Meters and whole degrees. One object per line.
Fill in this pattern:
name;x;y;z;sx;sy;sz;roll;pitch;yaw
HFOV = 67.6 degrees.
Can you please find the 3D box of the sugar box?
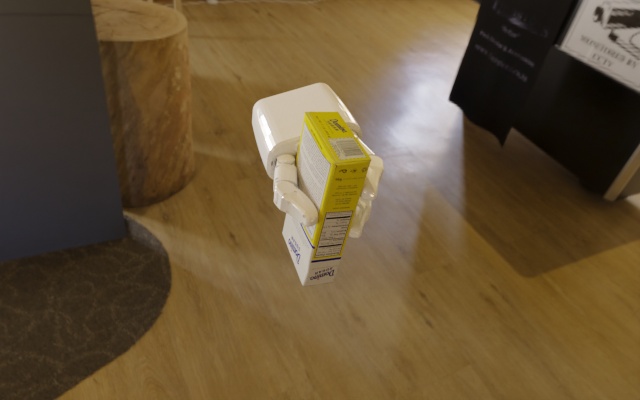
sugar box;0.001;0.001;0.526;0.048;0.176;0.093;-6;43;-20
